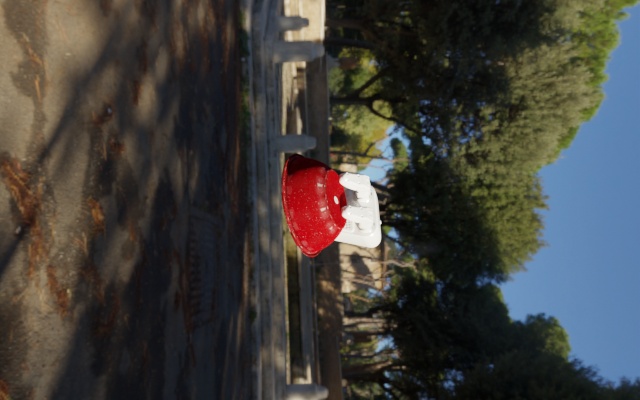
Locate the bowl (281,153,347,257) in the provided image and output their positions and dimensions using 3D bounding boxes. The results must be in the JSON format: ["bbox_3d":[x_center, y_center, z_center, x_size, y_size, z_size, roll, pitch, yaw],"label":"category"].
[{"bbox_3d":[0.000,0.002,0.728,0.055,0.162,0.162,-10,-4,21],"label":"bowl"}]
